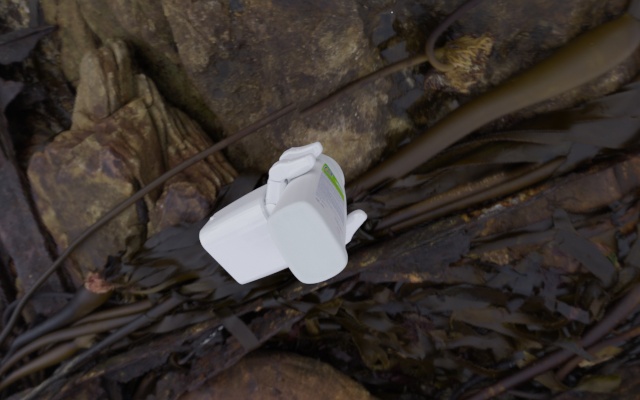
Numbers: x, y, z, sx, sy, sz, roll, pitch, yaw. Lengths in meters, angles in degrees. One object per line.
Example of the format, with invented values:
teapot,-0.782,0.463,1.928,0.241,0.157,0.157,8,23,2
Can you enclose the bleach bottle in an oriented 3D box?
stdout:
bleach bottle,0.000,0.002,0.637,0.068,0.102,0.250,-26,15,17
